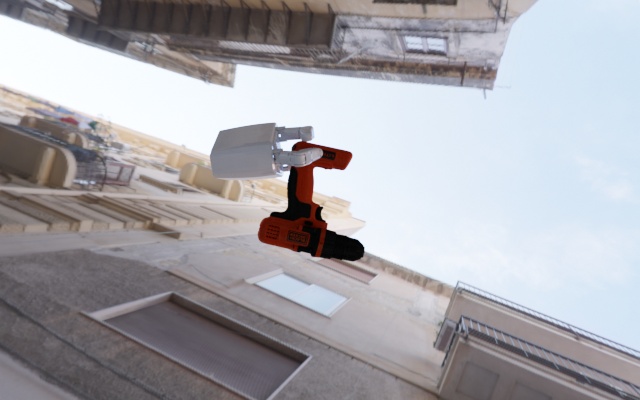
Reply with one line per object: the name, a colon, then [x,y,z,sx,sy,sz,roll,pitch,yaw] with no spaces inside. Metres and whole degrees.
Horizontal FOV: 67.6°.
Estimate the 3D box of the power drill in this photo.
power drill: [0.000,0.002,0.813,0.184,0.187,0.057,13,-5,-6]
